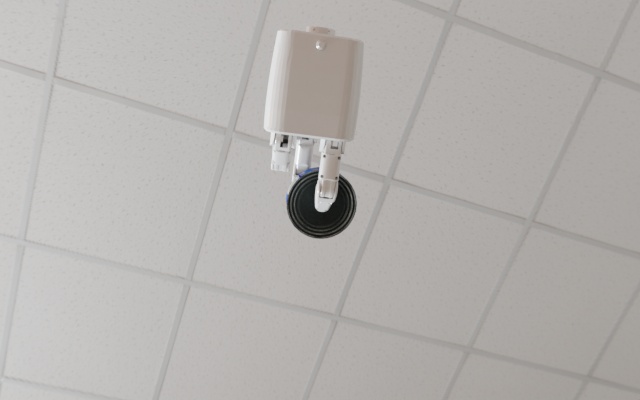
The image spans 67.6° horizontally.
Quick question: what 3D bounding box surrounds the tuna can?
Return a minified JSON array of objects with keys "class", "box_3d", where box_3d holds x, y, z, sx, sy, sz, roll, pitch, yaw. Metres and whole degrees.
[{"class":"tuna can","box_3d":[0.000,0.002,0.593,0.086,0.086,0.033,0,12,-6]}]
